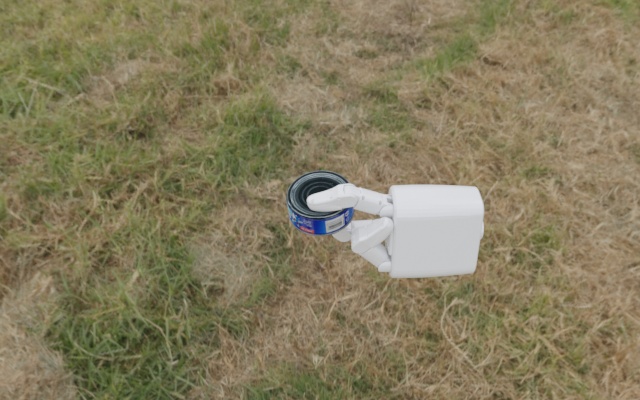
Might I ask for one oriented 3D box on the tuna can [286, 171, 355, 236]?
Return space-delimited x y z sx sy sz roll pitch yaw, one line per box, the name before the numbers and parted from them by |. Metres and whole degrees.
tuna can | 0.000 0.002 0.604 0.086 0.086 0.034 0 -43 6
